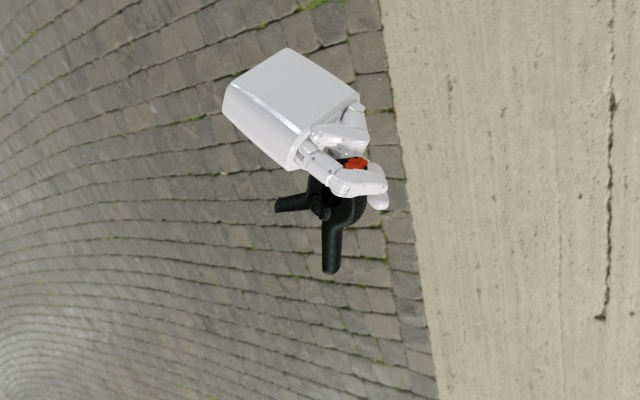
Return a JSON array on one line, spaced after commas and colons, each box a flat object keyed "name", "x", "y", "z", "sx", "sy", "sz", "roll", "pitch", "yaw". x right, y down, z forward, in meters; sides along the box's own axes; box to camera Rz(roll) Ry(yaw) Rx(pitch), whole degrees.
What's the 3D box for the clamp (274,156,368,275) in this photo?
[{"name": "clamp", "x": 0.000, "y": 0.002, "z": 0.567, "sx": 0.120, "sy": 0.172, "sz": 0.039, "roll": 39, "pitch": 44, "yaw": 17}]
